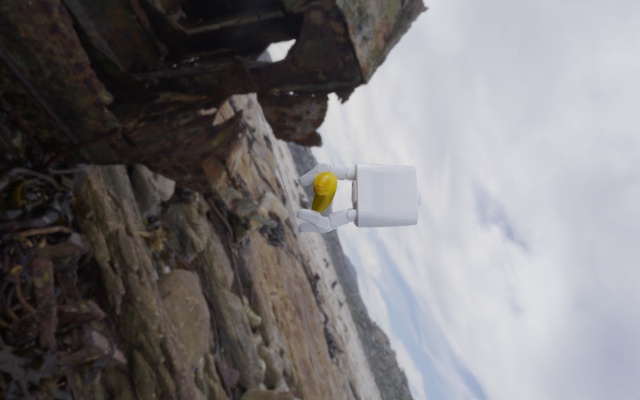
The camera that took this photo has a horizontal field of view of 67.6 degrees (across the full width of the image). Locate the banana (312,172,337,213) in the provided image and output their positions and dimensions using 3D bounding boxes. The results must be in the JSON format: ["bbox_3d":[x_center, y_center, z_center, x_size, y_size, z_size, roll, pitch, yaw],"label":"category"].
[{"bbox_3d":[0.006,-0.013,0.822,0.037,0.069,0.198,19,-18,3],"label":"banana"}]
